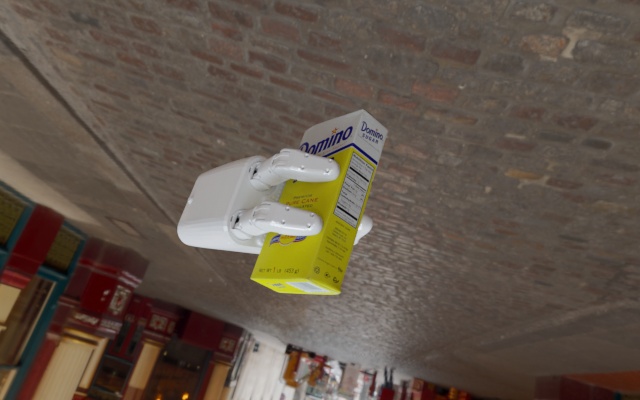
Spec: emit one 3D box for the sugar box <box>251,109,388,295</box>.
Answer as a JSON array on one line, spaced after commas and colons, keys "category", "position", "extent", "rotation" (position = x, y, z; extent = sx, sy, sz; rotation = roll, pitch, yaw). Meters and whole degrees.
[{"category": "sugar box", "position": [0.000, 0.001, 0.465], "extent": [0.048, 0.176, 0.093], "rotation": [31, -26, -34]}]
